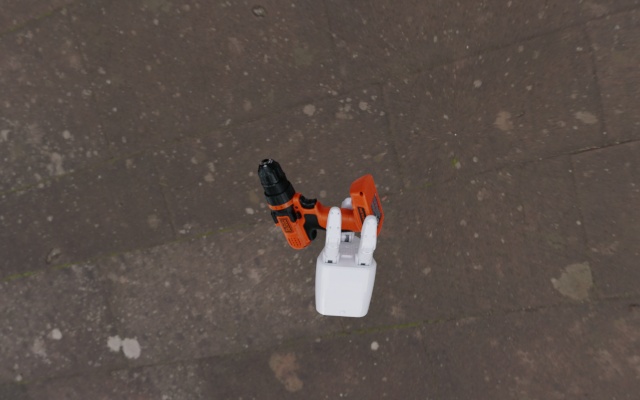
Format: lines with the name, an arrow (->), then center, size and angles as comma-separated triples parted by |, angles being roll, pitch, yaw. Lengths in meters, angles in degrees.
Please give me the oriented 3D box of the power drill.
power drill -> 0.001, 0.003, 0.794 | 0.187, 0.184, 0.057 | -3, 39, 26
